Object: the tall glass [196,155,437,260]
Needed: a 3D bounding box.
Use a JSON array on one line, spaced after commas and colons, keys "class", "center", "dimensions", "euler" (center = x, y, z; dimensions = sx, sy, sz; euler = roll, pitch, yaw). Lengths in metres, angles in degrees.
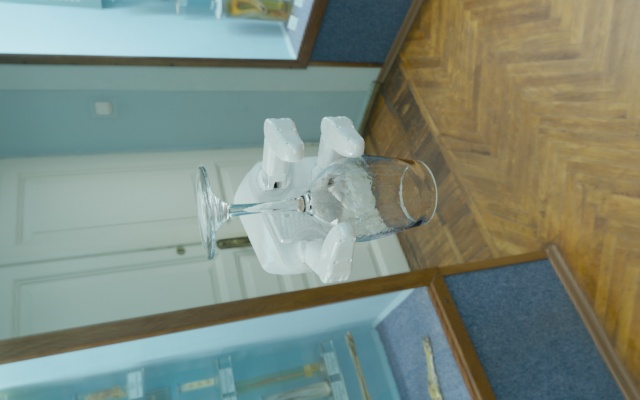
[{"class": "tall glass", "center": [-0.001, 0.001, 0.413], "dimensions": [0.201, 0.079, 0.079], "euler": [-5, 2, -21]}]
